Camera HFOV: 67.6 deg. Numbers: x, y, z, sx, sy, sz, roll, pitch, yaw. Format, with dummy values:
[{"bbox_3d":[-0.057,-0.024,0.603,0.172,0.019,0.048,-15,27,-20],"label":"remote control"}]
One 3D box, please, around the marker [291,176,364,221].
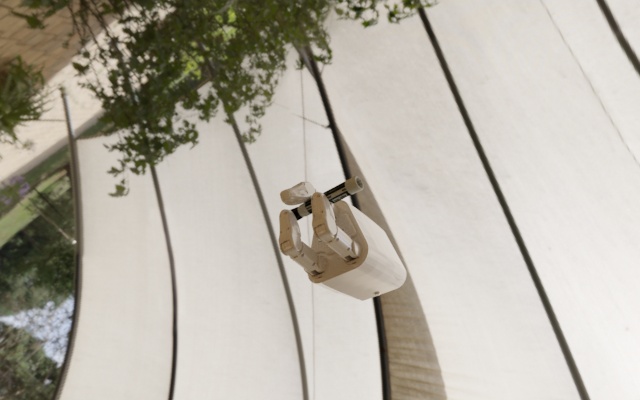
[{"bbox_3d":[0.000,0.002,0.603,0.121,0.020,0.020,-27,-14,30],"label":"marker"}]
